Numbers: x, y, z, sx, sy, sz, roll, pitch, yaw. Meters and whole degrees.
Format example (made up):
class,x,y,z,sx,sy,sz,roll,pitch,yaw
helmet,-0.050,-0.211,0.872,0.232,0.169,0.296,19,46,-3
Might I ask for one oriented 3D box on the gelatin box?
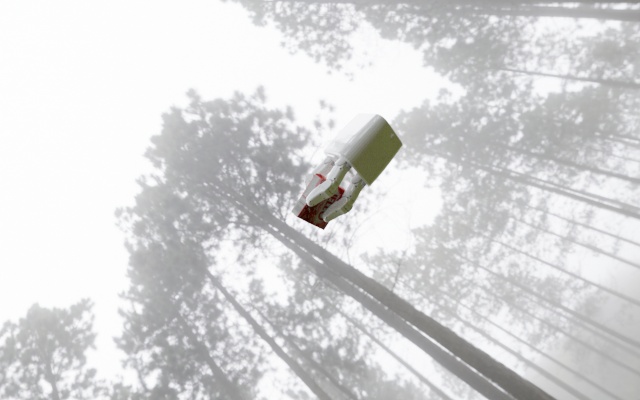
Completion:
class,x,y,z,sx,sy,sz,roll,pitch,yaw
gelatin box,0.000,0.003,0.890,0.073,0.089,0.030,28,8,-39
